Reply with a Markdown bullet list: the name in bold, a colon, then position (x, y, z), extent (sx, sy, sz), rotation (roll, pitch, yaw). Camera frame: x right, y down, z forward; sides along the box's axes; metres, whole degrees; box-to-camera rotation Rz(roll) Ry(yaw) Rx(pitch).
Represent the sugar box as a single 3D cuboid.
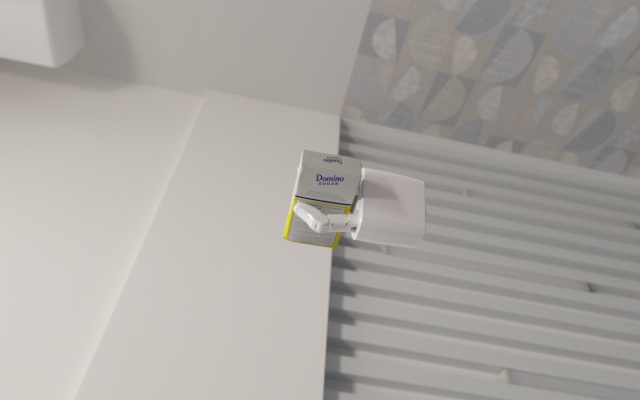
- **sugar box**: position (0.000, 0.002, 0.761), extent (0.093, 0.048, 0.176), rotation (10, -46, -7)
